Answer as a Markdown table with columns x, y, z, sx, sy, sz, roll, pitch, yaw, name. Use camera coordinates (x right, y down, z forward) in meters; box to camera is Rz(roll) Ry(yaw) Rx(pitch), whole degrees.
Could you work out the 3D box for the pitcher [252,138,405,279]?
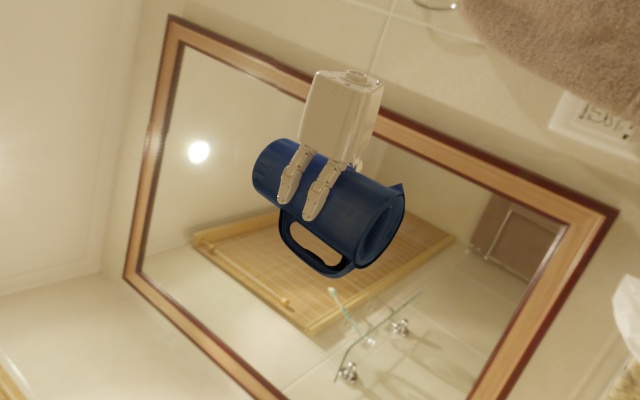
| x | y | z | sx | sy | sz | roll | pitch | yaw | name |
| --- | --- | --- | --- | --- | --- | --- | --- | --- | --- |
| 0.000 | 0.002 | 0.771 | 0.242 | 0.145 | 0.149 | 32 | 33 | 27 | pitcher |
